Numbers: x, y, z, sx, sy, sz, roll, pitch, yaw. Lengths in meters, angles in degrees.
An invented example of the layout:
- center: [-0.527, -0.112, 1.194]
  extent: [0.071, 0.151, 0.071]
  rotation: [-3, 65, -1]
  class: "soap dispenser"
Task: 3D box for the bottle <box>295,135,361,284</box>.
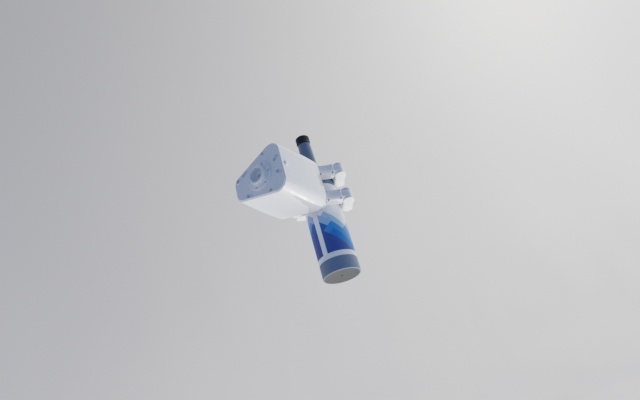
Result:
- center: [0.000, 0.003, 0.869]
  extent: [0.069, 0.295, 0.069]
  rotation: [-12, -29, -7]
  class: "bottle"
